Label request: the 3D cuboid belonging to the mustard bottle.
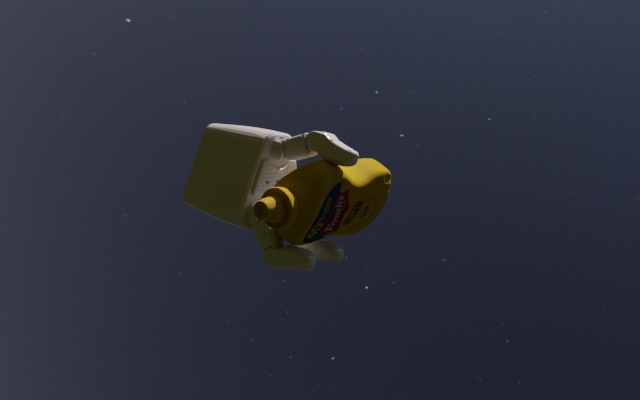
[{"bbox_3d":[0.000,0.002,0.514,0.058,0.096,0.191,42,27,26],"label":"mustard bottle"}]
